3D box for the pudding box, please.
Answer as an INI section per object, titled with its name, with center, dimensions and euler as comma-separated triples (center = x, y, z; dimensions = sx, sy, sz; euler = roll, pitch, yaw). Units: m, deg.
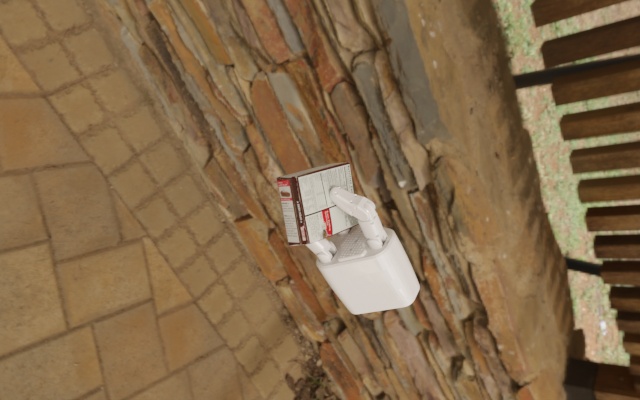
[pudding box]
center = 0.000, 0.002, 0.625
dimensions = 0.039, 0.090, 0.113
euler = -4, 9, 40
